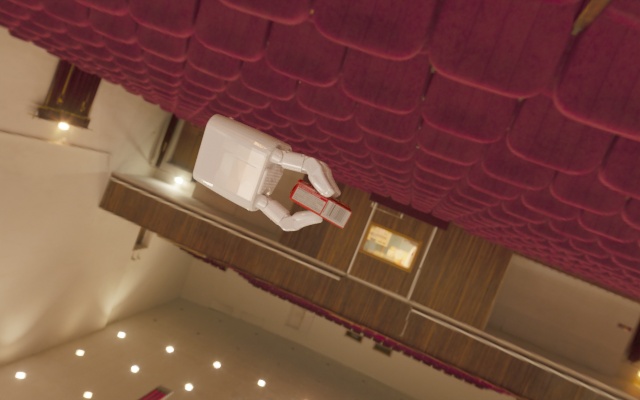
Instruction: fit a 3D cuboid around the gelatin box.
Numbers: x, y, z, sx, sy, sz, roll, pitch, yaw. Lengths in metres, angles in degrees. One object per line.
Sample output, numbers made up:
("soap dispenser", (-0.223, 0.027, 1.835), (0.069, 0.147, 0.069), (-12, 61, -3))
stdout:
("gelatin box", (0.000, 0.003, 0.690), (0.089, 0.030, 0.073), (30, 5, -3))
